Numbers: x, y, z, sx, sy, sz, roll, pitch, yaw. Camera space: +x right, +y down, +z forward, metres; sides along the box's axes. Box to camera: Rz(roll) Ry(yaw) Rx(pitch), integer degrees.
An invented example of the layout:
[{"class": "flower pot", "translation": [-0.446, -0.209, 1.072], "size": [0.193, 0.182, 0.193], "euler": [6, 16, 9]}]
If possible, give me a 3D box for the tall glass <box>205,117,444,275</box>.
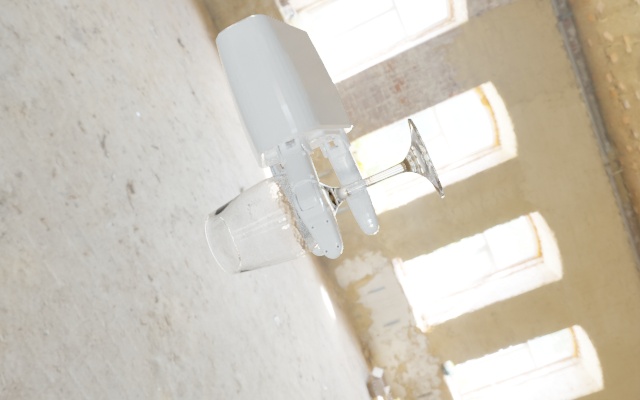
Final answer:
[{"class": "tall glass", "translation": [0.001, 0.001, 0.424], "size": [0.201, 0.079, 0.079], "euler": [-23, -4, 9]}]
